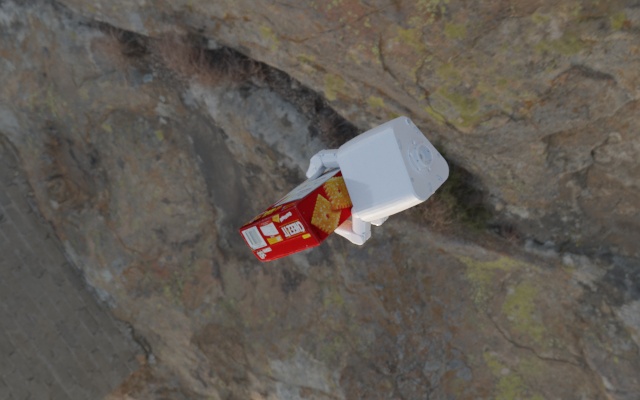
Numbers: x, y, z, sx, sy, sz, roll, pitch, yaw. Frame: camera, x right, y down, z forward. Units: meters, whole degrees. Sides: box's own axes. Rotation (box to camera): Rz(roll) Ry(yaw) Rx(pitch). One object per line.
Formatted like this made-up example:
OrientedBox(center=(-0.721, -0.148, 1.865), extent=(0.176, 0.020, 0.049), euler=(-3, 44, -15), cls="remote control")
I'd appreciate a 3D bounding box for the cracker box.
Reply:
OrientedBox(center=(0.000, 0.002, 0.750), extent=(0.213, 0.072, 0.164), euler=(-38, 10, -39), cls="cracker box")
